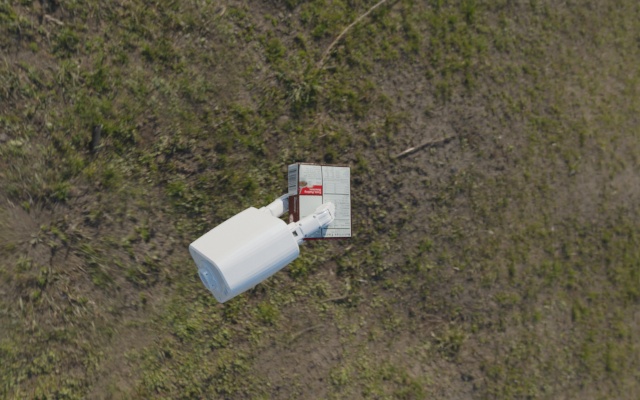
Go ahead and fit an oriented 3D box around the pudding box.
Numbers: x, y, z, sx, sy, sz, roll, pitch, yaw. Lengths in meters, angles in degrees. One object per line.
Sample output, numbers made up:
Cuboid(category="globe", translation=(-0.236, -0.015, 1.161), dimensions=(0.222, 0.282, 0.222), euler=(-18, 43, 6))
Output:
Cuboid(category="pudding box", translation=(0.000, 0.002, 0.708), dimensions=(0.090, 0.113, 0.039), euler=(1, -3, -28))
